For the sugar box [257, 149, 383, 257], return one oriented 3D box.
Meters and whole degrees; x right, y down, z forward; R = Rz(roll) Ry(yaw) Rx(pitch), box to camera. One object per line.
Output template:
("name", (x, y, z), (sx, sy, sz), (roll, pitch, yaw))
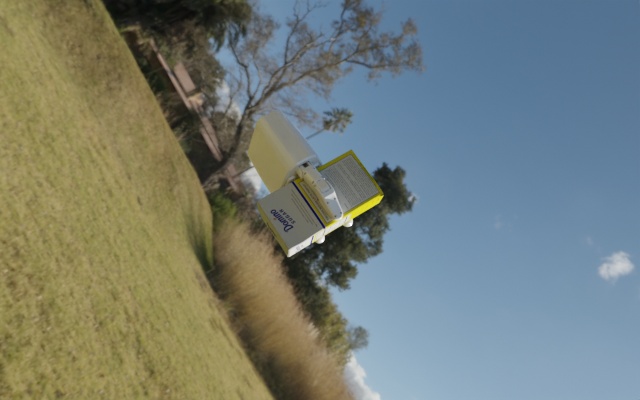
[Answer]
("sugar box", (0.000, 0.002, 0.739), (0.176, 0.093, 0.048), (-30, -17, -15))
